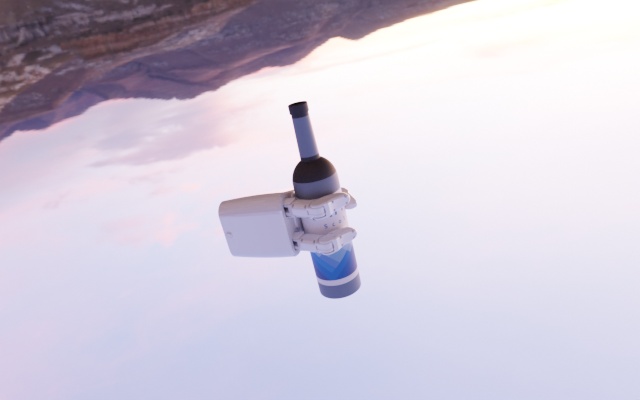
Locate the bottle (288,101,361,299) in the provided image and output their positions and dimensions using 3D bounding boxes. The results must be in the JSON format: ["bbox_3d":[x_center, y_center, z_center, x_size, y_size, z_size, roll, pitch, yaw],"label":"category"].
[{"bbox_3d":[0.000,0.003,0.698,0.069,0.296,0.069,-11,21,5],"label":"bottle"}]
